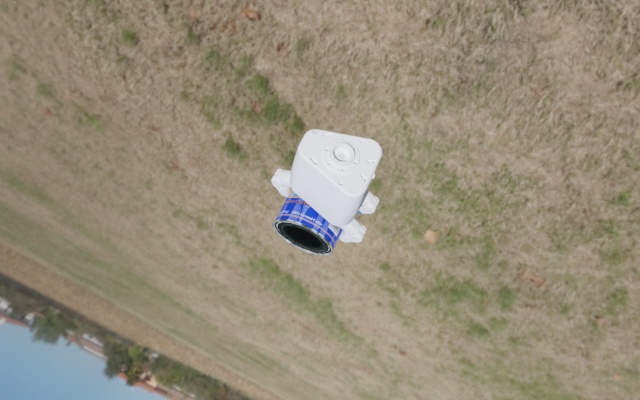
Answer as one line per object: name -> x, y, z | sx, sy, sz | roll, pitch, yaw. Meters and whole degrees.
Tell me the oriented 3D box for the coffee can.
coffee can -> 0.000, 0.002, 0.764 | 0.103, 0.140, 0.103 | 22, -25, 11
